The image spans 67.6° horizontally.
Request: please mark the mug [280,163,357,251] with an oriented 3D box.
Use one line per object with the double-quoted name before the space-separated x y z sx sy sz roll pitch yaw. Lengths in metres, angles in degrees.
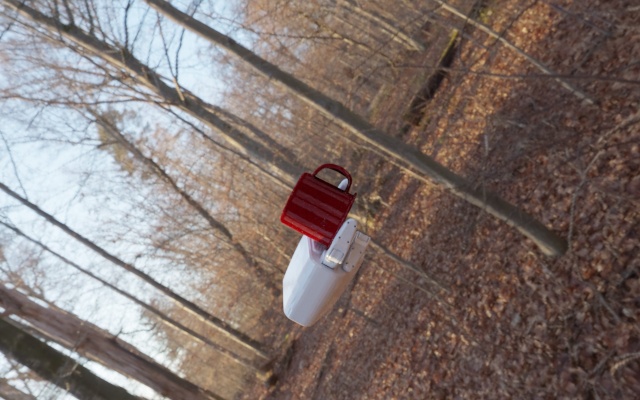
"mug" 0.001 0.001 0.674 0.081 0.117 0.093 27 20 1
